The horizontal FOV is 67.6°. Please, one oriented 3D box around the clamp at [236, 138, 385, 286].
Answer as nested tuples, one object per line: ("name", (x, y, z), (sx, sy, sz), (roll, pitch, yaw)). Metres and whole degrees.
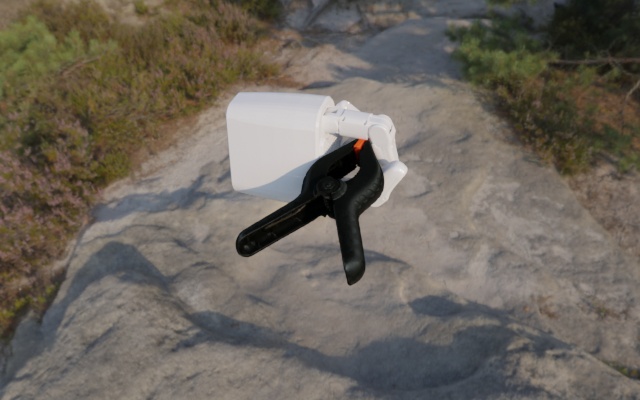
("clamp", (0.000, 0.001, 0.442), (0.120, 0.039, 0.171), (8, 44, 17))
